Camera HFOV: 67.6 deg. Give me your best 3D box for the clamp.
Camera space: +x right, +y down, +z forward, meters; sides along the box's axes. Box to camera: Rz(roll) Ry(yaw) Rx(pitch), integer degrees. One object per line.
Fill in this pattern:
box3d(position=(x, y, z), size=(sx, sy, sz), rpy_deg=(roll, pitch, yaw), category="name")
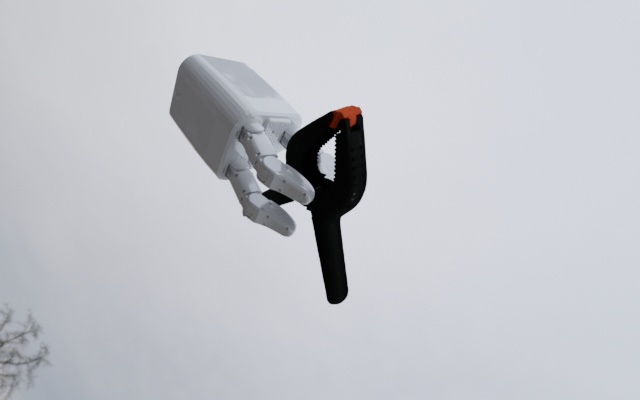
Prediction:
box3d(position=(0.001, 0.001, 0.484), size=(0.036, 0.164, 0.210), rpy_deg=(-27, -23, -43), category="clamp")
